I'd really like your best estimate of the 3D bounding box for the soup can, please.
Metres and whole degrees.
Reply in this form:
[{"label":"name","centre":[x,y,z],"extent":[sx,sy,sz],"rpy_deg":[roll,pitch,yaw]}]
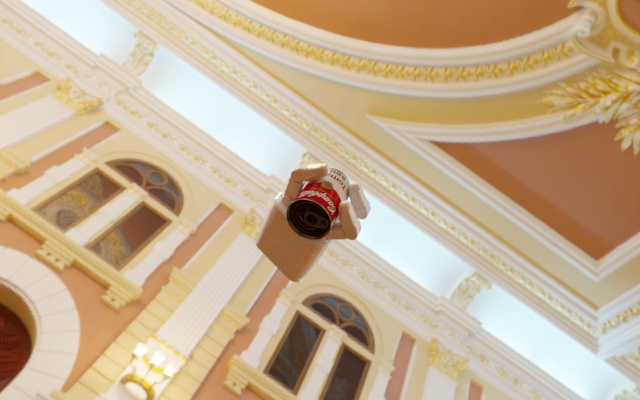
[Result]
[{"label":"soup can","centre":[0.000,0.002,0.711],"extent":[0.068,0.068,0.102],"rpy_deg":[0,30,23]}]
